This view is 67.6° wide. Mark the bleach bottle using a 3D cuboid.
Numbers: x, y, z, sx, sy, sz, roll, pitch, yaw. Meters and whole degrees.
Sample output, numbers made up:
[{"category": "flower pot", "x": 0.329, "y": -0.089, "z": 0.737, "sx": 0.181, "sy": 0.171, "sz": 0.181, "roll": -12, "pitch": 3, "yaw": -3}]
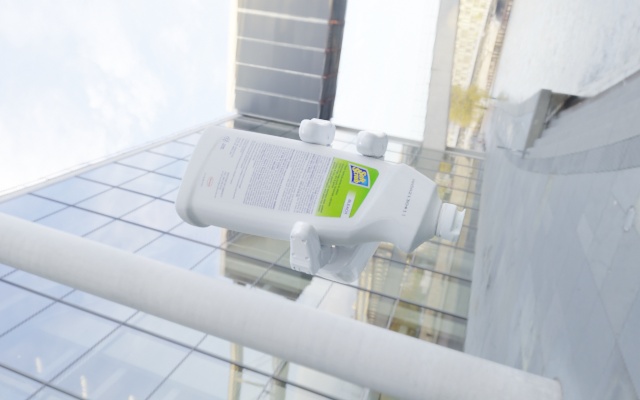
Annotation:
[{"category": "bleach bottle", "x": 0.000, "y": 0.001, "z": 0.436, "sx": 0.251, "sy": 0.102, "sz": 0.068, "roll": 13, "pitch": -13, "yaw": 16}]
